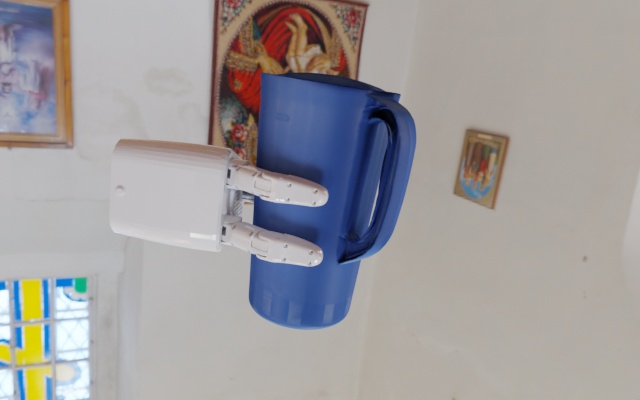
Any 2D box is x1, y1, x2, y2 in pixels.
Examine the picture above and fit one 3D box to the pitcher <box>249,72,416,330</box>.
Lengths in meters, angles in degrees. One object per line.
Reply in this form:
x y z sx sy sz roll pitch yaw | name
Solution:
0.000 0.001 0.470 0.145 0.243 0.149 9 14 1 | pitcher
